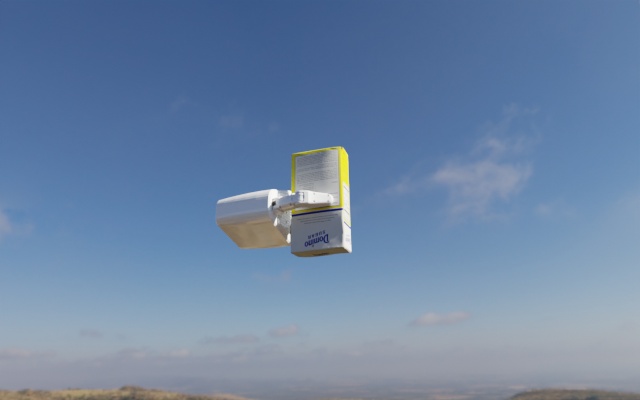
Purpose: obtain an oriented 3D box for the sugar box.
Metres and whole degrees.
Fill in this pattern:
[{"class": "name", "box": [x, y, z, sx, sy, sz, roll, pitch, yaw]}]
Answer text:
[{"class": "sugar box", "box": [0.000, 0.003, 0.790, 0.093, 0.176, 0.048, -7, -19, 19]}]
